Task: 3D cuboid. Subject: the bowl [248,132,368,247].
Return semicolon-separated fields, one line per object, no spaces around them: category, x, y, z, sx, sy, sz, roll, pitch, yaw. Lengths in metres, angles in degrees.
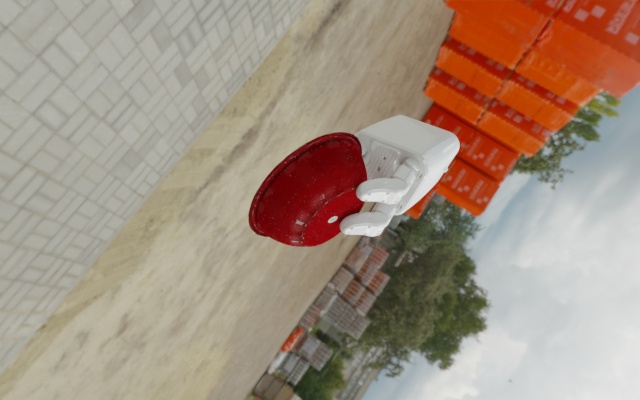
bowl;-0.001;0.003;0.543;0.055;0.162;0.162;49;26;25
